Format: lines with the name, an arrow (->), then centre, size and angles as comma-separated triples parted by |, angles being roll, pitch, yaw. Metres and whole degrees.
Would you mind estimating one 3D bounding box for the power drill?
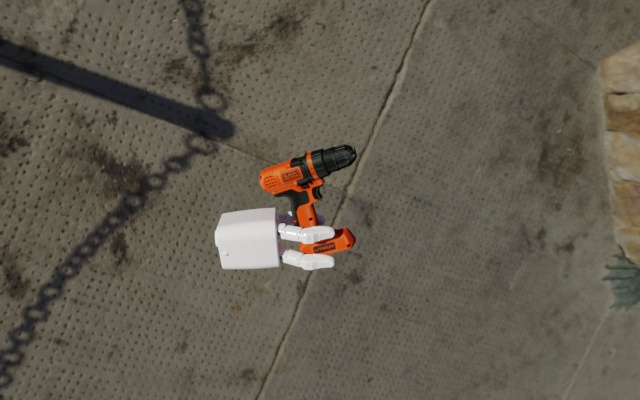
power drill -> 0.000, 0.003, 0.869 | 0.184, 0.188, 0.057 | -16, 12, 19
